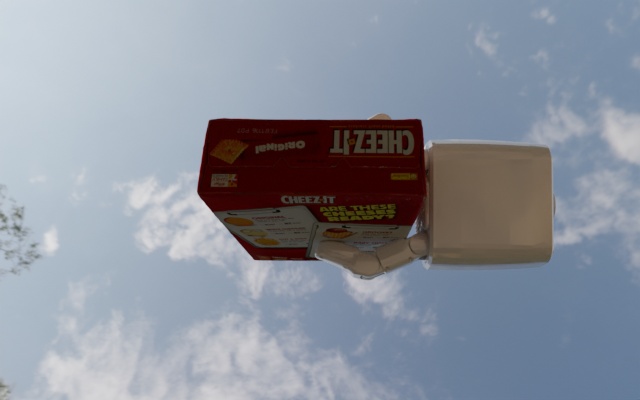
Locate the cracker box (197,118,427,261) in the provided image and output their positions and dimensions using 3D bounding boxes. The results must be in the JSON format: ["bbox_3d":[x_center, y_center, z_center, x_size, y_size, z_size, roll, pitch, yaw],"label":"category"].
[{"bbox_3d":[0.000,0.002,0.442,0.164,0.072,0.214,0,-20,4],"label":"cracker box"}]
